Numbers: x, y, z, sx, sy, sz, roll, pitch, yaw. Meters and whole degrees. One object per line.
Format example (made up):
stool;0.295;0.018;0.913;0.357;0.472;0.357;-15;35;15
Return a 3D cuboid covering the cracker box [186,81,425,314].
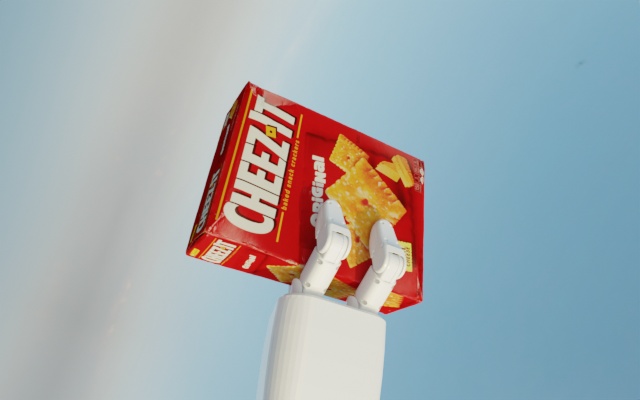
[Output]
cracker box;0.000;0.002;0.467;0.214;0.164;0.072;21;-32;-21
